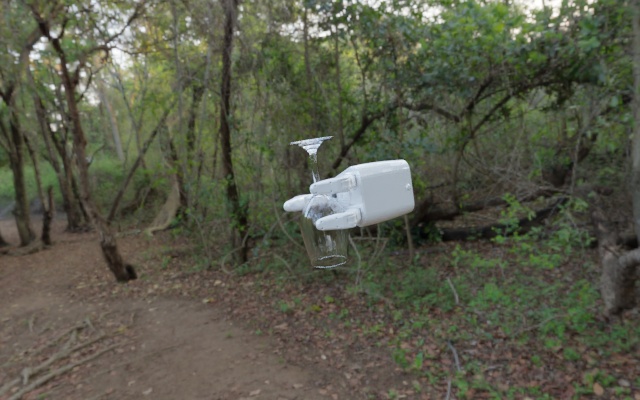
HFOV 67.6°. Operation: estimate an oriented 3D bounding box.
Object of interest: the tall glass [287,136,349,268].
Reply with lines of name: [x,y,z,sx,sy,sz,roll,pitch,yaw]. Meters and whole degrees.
tall glass: [0.000,0.002,0.764,0.079,0.201,0.079,-9,6,1]
